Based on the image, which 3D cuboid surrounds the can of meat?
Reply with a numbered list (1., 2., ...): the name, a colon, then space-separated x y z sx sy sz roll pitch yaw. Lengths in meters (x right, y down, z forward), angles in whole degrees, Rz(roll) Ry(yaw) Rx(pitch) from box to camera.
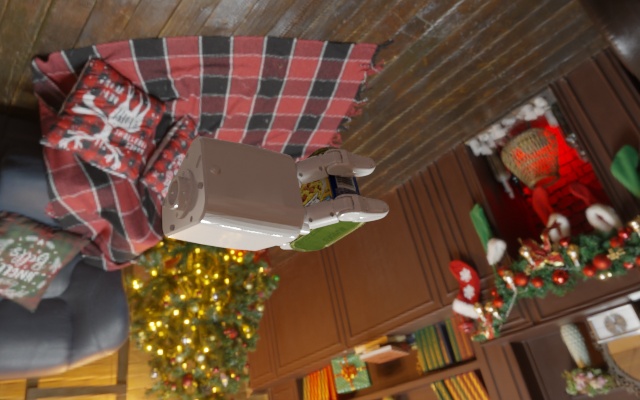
1. can of meat: 0.000 0.002 0.552 0.057 0.084 0.102 15 -39 -40
